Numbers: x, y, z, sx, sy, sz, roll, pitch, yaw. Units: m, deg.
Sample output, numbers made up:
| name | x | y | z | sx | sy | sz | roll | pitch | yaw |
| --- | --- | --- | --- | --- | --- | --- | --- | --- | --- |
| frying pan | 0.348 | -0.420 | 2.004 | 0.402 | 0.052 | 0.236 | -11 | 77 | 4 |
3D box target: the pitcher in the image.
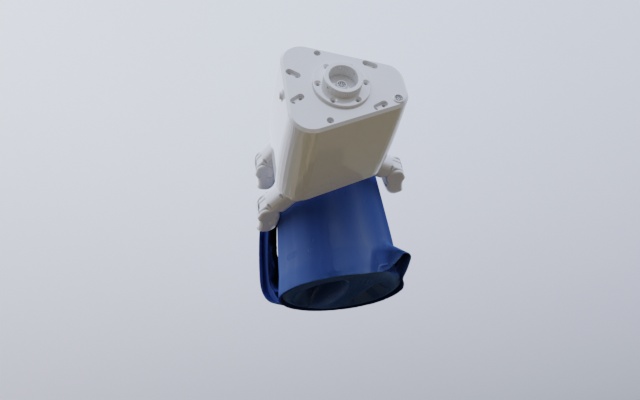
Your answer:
| name | x | y | z | sx | sy | sz | roll | pitch | yaw |
| --- | --- | --- | --- | --- | --- | --- | --- | --- | --- |
| pitcher | 0.000 | 0.002 | 0.558 | 0.149 | 0.242 | 0.145 | -3 | -27 | -9 |
